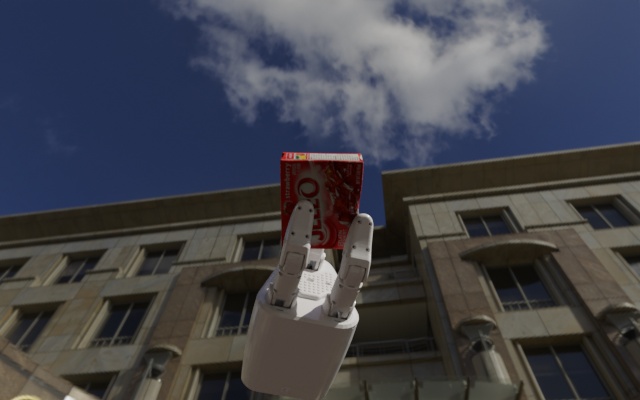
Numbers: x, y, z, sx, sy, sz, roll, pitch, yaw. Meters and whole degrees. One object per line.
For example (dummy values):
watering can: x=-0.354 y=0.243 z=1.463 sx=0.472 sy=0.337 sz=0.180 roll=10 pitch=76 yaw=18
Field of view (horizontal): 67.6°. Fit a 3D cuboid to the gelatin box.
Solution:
gelatin box: x=0.000 y=0.001 z=0.440 sx=0.073 sy=0.089 sz=0.030 roll=1 pitch=22 yaw=-1
